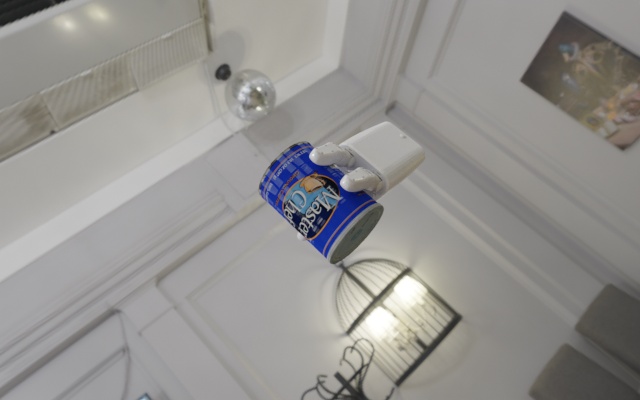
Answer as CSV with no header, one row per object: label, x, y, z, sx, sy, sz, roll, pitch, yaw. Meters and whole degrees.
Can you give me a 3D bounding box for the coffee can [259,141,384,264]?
coffee can,0.000,0.002,0.649,0.140,0.103,0.103,42,16,18
